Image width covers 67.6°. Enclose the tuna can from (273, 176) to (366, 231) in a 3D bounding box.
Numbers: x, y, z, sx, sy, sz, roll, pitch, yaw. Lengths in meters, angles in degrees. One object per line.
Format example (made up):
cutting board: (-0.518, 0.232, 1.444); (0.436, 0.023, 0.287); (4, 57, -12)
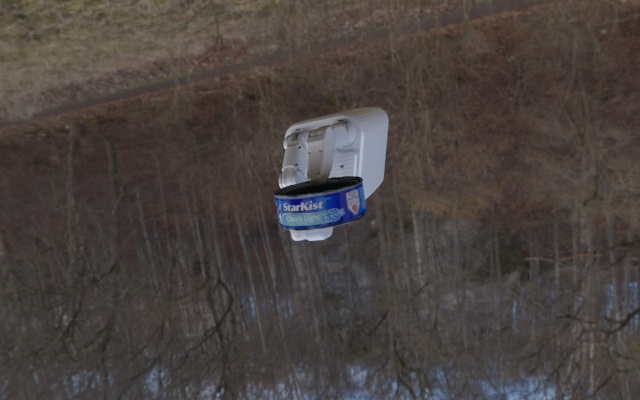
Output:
tuna can: (0.000, 0.002, 0.454); (0.086, 0.034, 0.086); (-9, 10, 2)
